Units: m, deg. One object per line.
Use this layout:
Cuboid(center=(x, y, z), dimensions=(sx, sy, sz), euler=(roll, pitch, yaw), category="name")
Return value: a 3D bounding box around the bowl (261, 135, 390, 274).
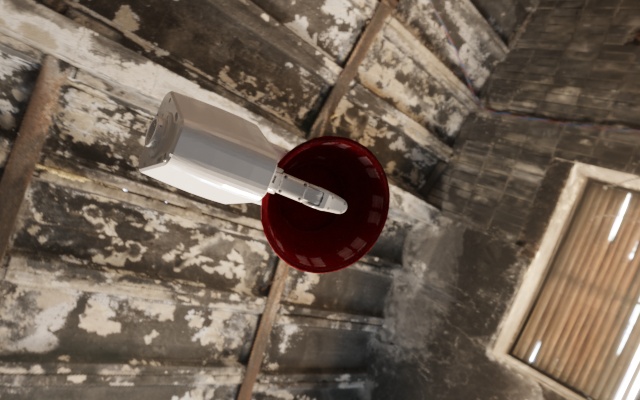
Cuboid(center=(0.001, 0.003, 0.570), dimensions=(0.162, 0.162, 0.055), euler=(0, 12, -23), category="bowl")
